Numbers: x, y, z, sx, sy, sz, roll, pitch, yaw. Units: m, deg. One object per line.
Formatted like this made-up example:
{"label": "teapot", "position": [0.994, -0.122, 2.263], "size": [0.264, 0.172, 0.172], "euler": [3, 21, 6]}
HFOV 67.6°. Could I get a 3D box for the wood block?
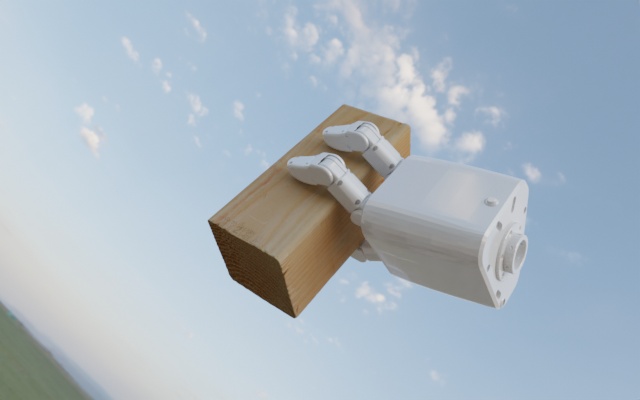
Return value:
{"label": "wood block", "position": [0.001, 0.002, 0.482], "size": [0.090, 0.091, 0.206], "euler": [24, 53, 30]}
